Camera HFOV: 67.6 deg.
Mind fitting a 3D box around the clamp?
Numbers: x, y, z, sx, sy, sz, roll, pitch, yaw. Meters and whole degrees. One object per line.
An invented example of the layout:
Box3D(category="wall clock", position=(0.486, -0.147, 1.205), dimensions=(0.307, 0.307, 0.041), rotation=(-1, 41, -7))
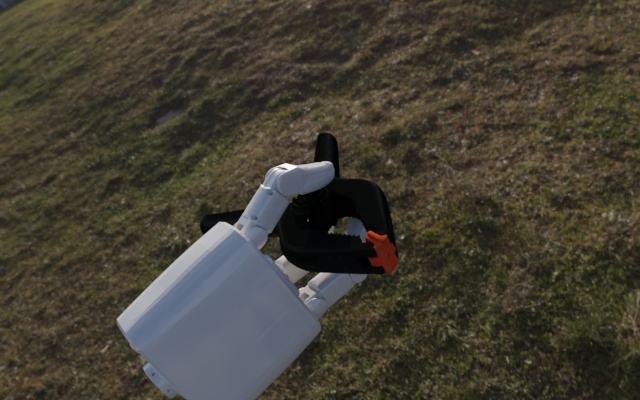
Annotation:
Box3D(category="clamp", position=(0.000, 0.001, 0.413), dimensions=(0.164, 0.036, 0.210), rotation=(-42, 34, -21))
